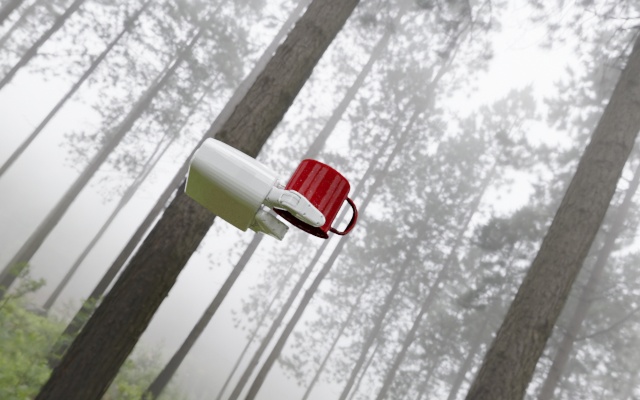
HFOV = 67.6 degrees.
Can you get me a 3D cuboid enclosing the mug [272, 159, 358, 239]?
[{"bbox_3d":[0.001,0.003,0.666,0.117,0.081,0.093,32,-14,-6],"label":"mug"}]
